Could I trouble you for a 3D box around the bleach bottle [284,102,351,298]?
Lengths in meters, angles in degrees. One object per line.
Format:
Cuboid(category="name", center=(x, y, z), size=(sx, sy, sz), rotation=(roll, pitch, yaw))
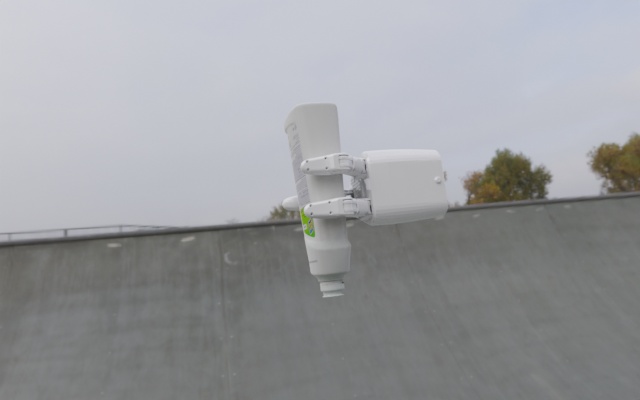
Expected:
Cuboid(category="bleach bottle", center=(0.000, 0.002, 0.643), size=(0.068, 0.251, 0.102), rotation=(-5, -9, -13))
